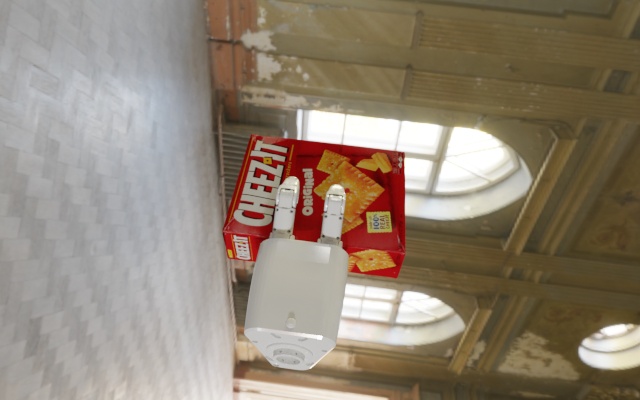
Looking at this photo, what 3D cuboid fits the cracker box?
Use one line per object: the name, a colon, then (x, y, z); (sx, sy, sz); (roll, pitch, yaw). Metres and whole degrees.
cracker box: (0.000, 0.002, 0.611); (0.213, 0.164, 0.072); (7, -38, 2)
